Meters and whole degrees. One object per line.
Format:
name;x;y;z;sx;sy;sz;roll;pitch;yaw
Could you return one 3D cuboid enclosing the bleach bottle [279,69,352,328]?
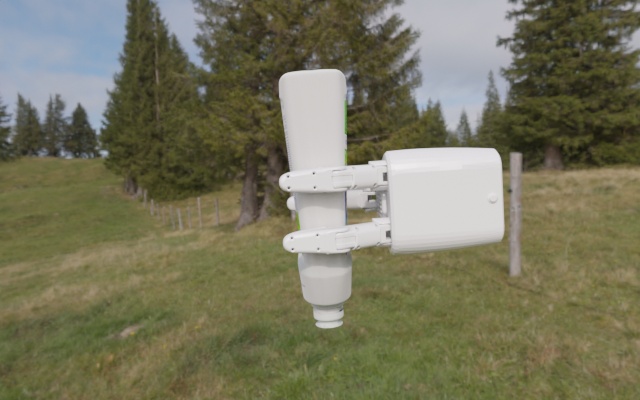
bleach bottle;0.000;0.002;0.490;0.068;0.251;0.102;-4;5;0
